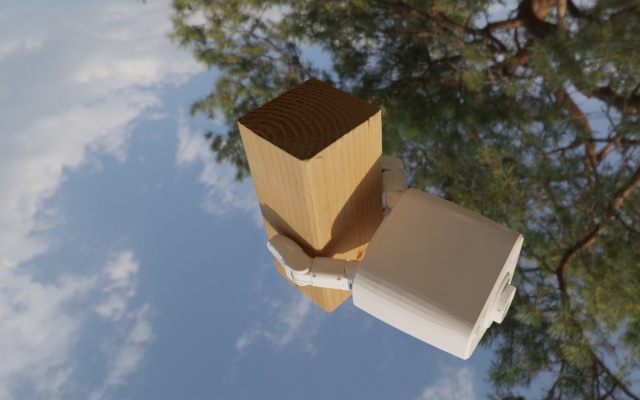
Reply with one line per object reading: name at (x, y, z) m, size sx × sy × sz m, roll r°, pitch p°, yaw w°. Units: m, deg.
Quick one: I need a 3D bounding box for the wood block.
wood block at (0.000, 0.002, 0.467) m, size 0.091 × 0.206 × 0.090 m, roll -36°, pitch 51°, yaw -26°
